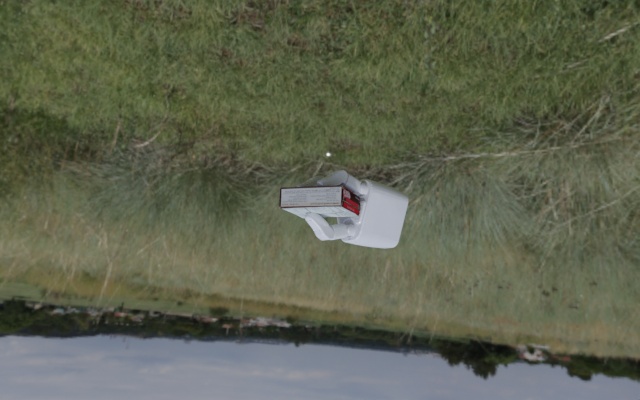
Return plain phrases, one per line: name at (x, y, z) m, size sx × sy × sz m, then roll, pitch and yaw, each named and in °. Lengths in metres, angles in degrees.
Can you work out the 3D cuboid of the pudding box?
pudding box at (0.000, 0.003, 0.790) m, size 0.113 × 0.039 × 0.090 m, roll -4°, pitch -14°, yaw 22°
